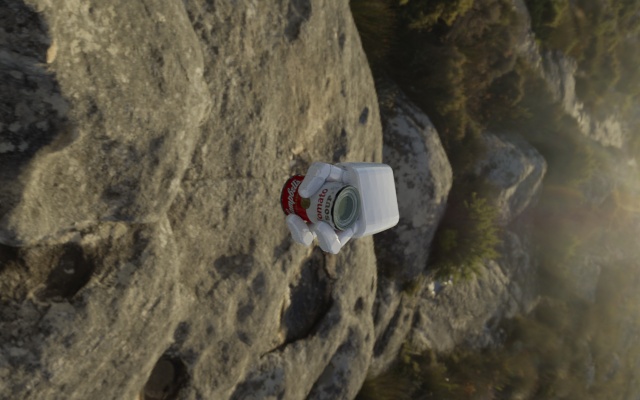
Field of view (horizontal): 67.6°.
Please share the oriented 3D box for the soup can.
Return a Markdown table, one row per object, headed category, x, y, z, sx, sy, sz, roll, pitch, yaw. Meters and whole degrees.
| category | x | y | z | sx | sy | sz | roll | pitch | yaw |
| --- | --- | --- | --- | --- | --- | --- | --- | --- | --- |
| soup can | 0.000 | 0.002 | 0.703 | 0.102 | 0.068 | 0.068 | 14 | 9 | 39 |
